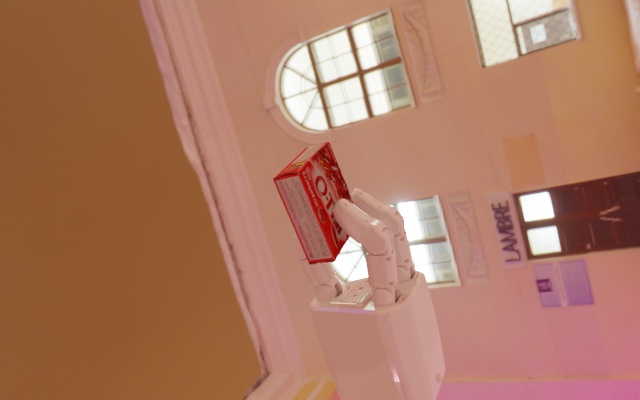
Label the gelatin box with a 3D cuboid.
[{"bbox_3d":[0.000,0.001,0.433,0.030,0.089,0.073,-12,21,29],"label":"gelatin box"}]
